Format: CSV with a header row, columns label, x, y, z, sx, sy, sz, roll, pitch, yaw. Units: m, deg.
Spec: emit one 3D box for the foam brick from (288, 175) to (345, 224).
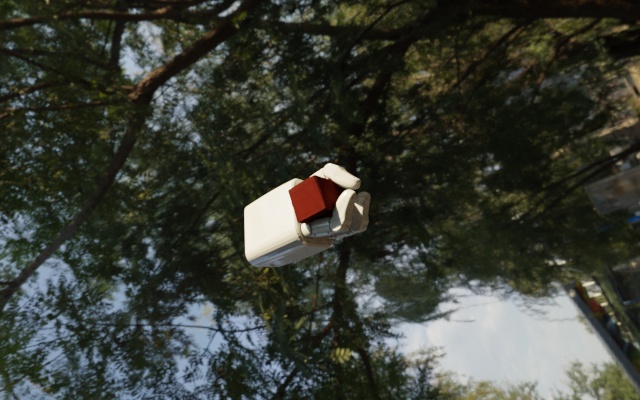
label,x,y,z,sx,sy,sz,roll,pitch,yaw
foam brick,0.000,0.002,0.685,0.051,0.053,0.078,-27,-21,27
